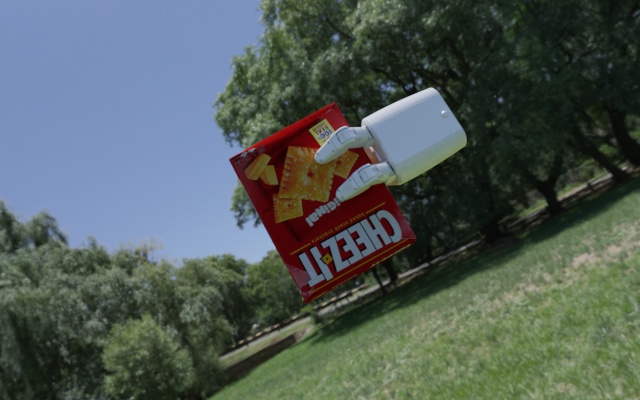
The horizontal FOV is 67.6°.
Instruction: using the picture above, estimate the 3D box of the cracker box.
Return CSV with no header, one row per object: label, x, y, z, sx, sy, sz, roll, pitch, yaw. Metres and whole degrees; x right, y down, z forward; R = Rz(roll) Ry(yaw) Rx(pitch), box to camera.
cracker box,0.000,0.002,0.632,0.164,0.213,0.072,-28,-12,-6
